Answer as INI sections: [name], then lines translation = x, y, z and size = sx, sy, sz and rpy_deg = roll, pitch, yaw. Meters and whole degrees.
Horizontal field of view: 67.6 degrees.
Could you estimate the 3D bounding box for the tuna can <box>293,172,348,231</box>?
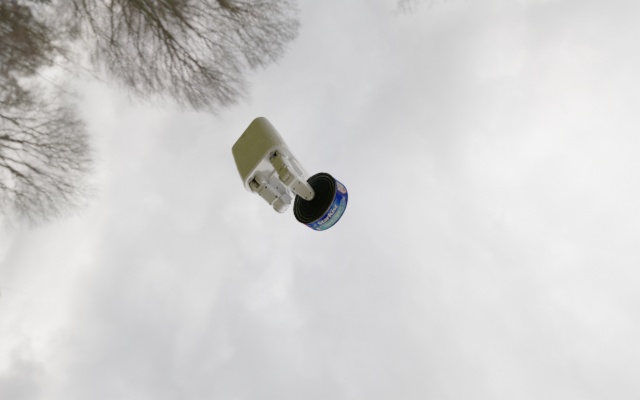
[tuna can]
translation = 0.001, 0.003, 0.722
size = 0.086, 0.086, 0.034
rpy_deg = 0, -25, 47
